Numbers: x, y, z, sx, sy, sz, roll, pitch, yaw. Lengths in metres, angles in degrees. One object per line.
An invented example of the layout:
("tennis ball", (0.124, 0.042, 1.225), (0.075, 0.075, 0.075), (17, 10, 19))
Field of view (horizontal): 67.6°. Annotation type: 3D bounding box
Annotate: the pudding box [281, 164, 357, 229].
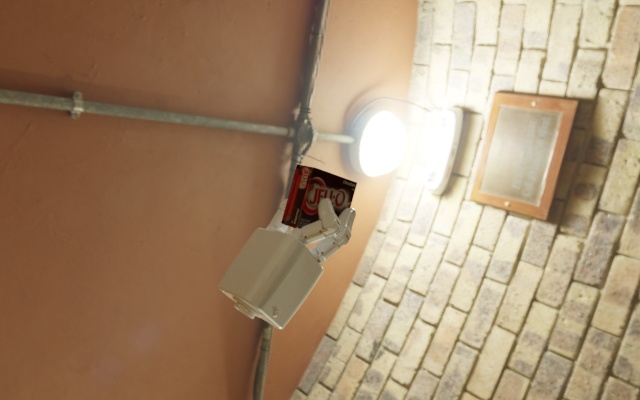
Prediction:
("pudding box", (0.000, 0.002, 0.708), (0.039, 0.090, 0.113), (17, 1, 37))
